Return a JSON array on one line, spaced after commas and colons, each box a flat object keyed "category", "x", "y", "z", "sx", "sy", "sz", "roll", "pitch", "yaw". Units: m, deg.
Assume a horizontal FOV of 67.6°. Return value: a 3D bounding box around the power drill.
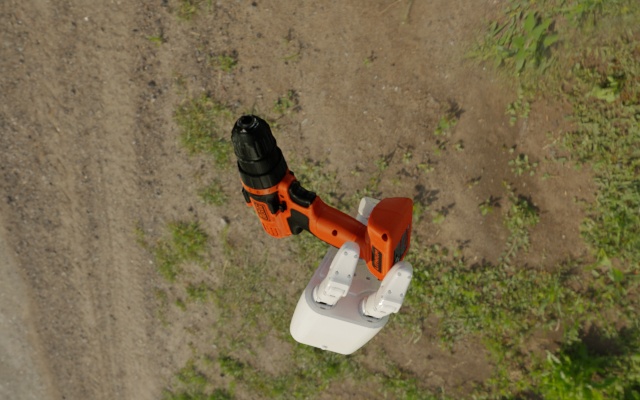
[{"category": "power drill", "x": 0.000, "y": 0.002, "z": 0.495, "sx": 0.187, "sy": 0.057, "sz": 0.185, "roll": 24, "pitch": -27, "yaw": 23}]
